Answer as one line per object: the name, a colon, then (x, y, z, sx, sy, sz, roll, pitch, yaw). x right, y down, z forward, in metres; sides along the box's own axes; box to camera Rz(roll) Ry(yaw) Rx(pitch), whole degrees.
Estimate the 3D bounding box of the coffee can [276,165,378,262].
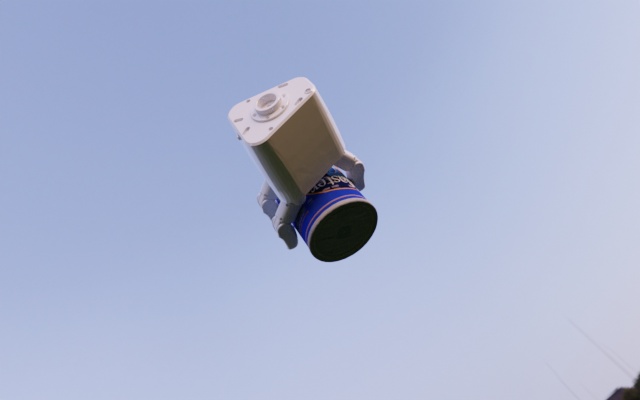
coffee can: (0.000, 0.002, 0.667, 0.103, 0.103, 0.140, 0, 35, -34)
